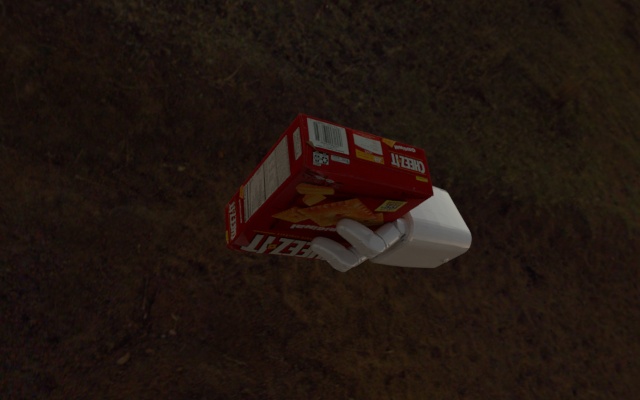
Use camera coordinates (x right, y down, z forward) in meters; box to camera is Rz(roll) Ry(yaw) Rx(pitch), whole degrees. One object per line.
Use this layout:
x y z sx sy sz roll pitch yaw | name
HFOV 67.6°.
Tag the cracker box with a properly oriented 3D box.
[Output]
0.000 0.002 0.571 0.164 0.072 0.214 11 -33 -28 | cracker box
